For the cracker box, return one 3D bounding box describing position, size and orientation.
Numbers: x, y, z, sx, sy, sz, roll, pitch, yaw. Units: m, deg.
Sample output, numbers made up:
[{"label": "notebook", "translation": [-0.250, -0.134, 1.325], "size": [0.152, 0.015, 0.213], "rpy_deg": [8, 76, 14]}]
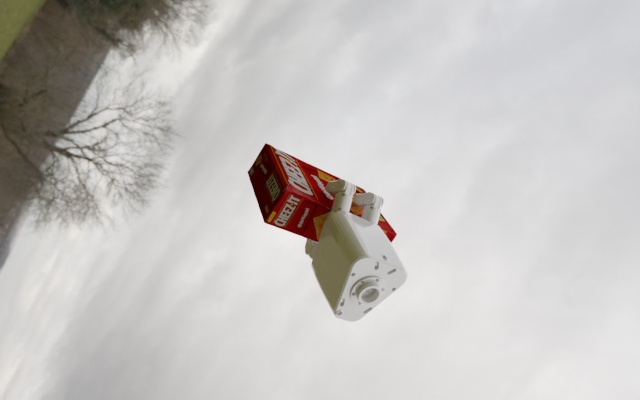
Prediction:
[{"label": "cracker box", "translation": [0.000, 0.003, 0.782], "size": [0.214, 0.072, 0.164], "rpy_deg": [24, 20, -29]}]
